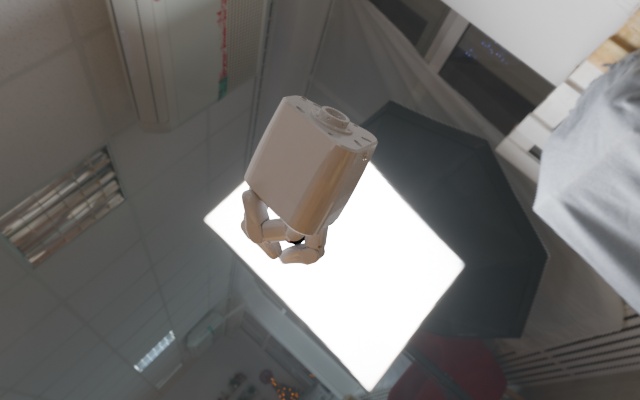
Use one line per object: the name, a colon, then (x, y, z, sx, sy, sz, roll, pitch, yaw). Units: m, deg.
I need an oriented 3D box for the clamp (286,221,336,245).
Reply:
clamp: (-0.001, 0.002, 0.621, 0.039, 0.120, 0.171, 27, 23, 15)
